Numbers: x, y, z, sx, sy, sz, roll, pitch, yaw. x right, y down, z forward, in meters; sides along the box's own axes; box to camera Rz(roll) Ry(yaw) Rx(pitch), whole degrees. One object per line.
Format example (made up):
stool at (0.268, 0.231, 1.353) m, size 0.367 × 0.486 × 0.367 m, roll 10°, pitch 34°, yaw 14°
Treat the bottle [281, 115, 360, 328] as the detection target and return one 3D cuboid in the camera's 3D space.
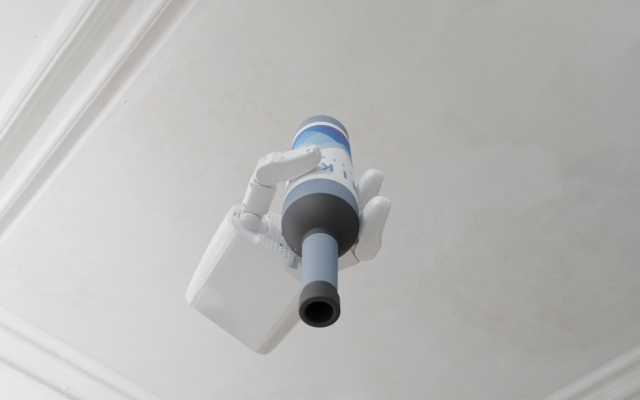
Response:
bottle at (0.000, 0.001, 0.435) m, size 0.069 × 0.069 × 0.295 m, roll 0°, pitch 29°, yaw 0°
